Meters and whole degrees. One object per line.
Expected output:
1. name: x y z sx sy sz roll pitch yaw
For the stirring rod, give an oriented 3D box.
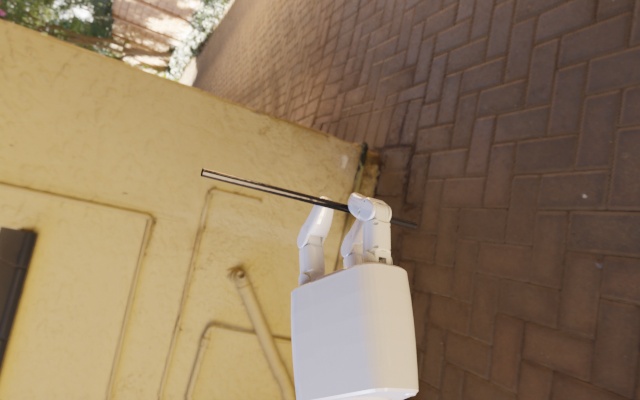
1. stirring rod: 0.000 0.002 0.474 0.239 0.011 0.011 14 -7 -27
